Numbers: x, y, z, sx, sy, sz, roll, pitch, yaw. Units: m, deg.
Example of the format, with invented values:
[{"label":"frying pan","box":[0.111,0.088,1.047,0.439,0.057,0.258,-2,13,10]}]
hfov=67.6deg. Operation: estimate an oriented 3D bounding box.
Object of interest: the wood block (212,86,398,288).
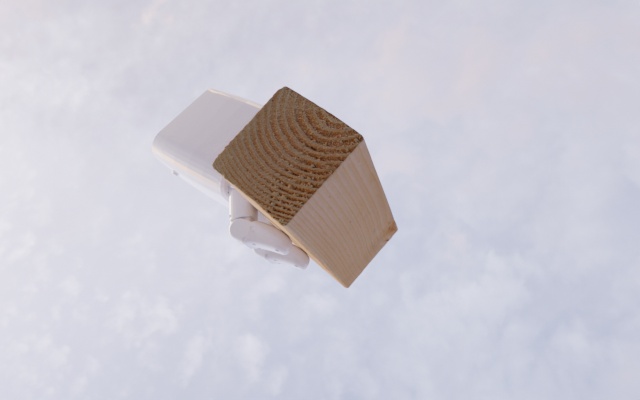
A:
[{"label":"wood block","box":[0.000,0.001,0.451,0.090,0.091,0.206,37,-8,26]}]
